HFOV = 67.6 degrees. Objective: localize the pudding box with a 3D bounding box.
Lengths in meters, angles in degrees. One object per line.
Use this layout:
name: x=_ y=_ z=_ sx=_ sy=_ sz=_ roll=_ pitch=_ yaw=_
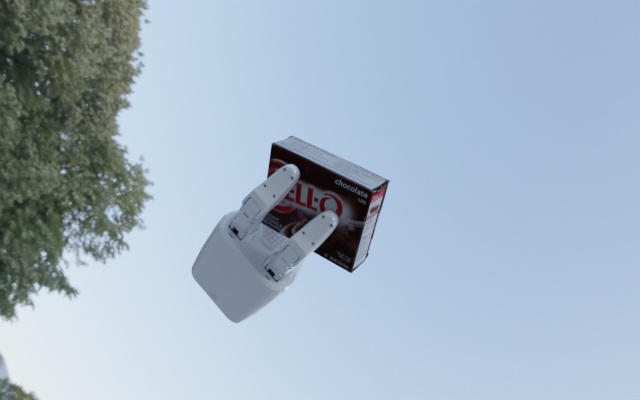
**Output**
pudding box: x=0.000 y=0.001 z=0.450 sx=0.113 sy=0.090 sz=0.039 roll=26 pitch=34 yaw=22
